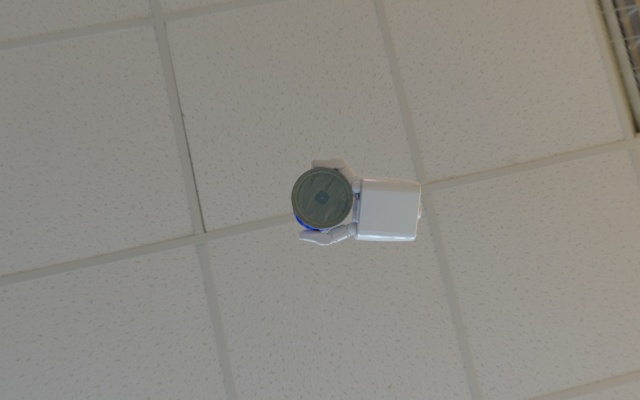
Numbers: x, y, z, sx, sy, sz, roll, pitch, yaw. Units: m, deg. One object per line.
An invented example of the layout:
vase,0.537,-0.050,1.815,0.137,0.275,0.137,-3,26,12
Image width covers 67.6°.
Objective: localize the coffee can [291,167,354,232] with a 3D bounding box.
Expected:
coffee can,0.000,0.003,0.852,0.103,0.103,0.140,0,-6,-3
